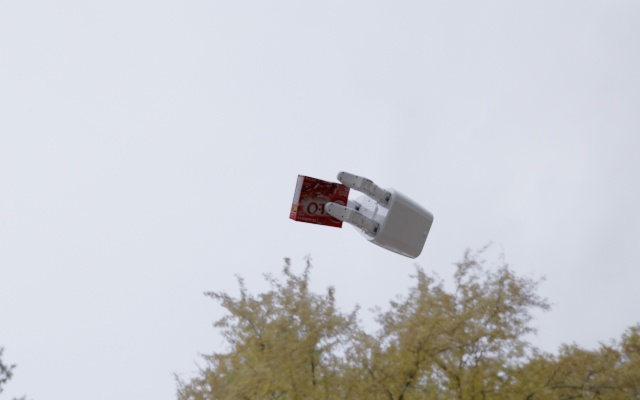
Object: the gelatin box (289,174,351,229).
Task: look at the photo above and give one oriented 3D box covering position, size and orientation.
[{"bbox_3d":[0.000,0.002,0.765,0.089,0.073,0.030,11,2,-28],"label":"gelatin box"}]
